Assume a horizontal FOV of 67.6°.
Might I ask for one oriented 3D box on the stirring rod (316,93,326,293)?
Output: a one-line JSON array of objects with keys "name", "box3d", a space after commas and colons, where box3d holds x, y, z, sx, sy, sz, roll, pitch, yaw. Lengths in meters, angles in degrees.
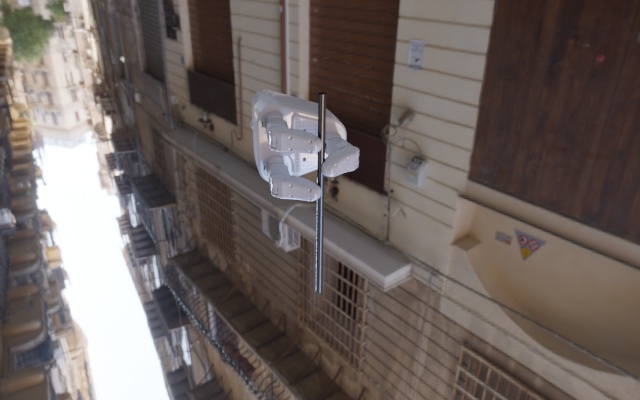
[{"name": "stirring rod", "box3d": [0.000, 0.002, 0.529, 0.011, 0.240, 0.011, 1, 26, 0]}]
